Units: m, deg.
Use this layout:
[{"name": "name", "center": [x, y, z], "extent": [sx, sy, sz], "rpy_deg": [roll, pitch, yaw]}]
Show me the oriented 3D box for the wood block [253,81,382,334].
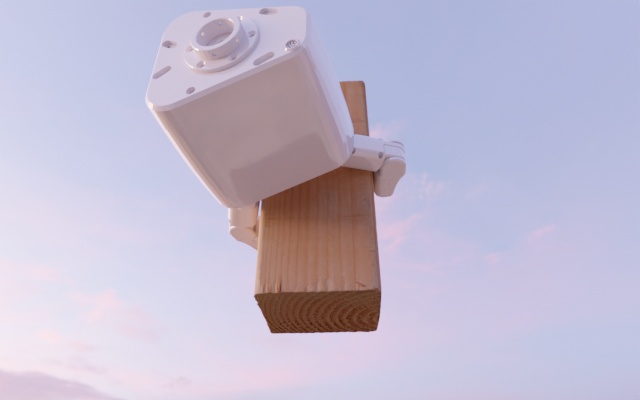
[{"name": "wood block", "center": [0.000, 0.001, 0.417], "extent": [0.091, 0.206, 0.090], "rpy_deg": [-2, -34, 3]}]
